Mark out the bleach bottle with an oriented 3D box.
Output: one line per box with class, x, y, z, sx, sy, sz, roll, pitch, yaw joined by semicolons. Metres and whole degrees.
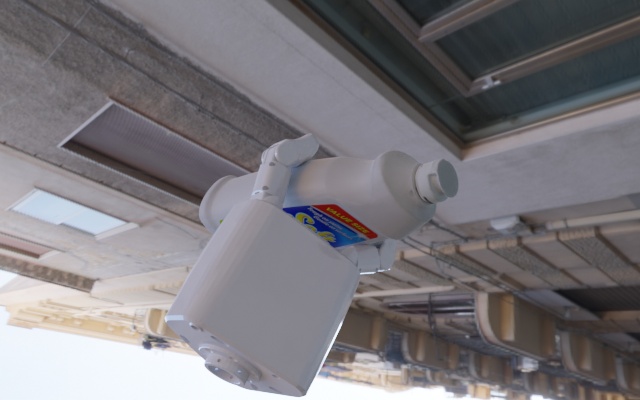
bleach bottle;0.000;0.001;0.429;0.251;0.068;0.103;-15;-53;44
